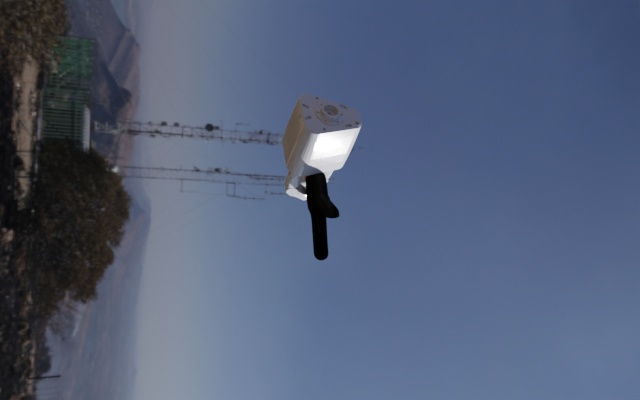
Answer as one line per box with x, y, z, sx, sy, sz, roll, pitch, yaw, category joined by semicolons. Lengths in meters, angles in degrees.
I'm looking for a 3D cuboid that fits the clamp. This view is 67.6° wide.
0.001;0.003;0.821;0.039;0.171;0.120;2;-36;-20;clamp
